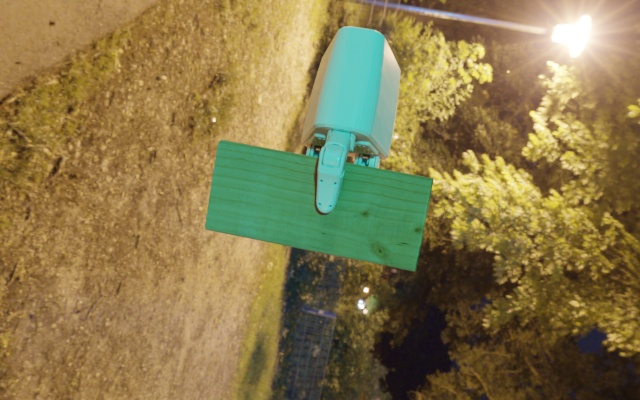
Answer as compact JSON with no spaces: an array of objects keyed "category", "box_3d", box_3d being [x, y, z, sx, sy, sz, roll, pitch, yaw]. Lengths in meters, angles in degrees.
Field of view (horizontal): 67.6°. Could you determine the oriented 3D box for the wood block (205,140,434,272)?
[{"category":"wood block","box_3d":[0.000,0.001,0.490,0.206,0.090,0.091,11,5,6]}]
